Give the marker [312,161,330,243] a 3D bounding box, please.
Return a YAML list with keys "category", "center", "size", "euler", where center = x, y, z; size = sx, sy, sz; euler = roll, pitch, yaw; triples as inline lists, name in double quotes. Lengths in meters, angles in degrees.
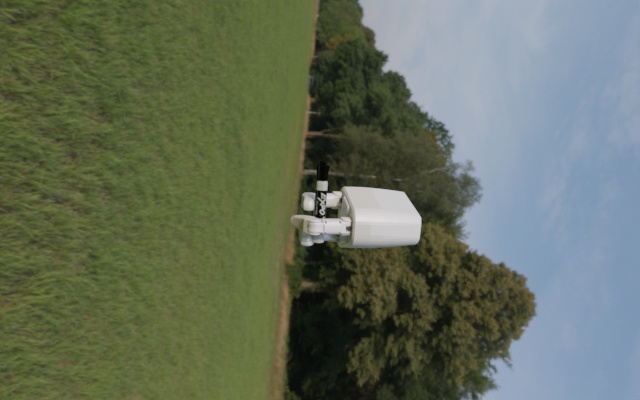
- category: "marker"
  center: [0.000, 0.002, 0.703]
  size: [0.020, 0.121, 0.020]
  euler: [4, 11, -1]
